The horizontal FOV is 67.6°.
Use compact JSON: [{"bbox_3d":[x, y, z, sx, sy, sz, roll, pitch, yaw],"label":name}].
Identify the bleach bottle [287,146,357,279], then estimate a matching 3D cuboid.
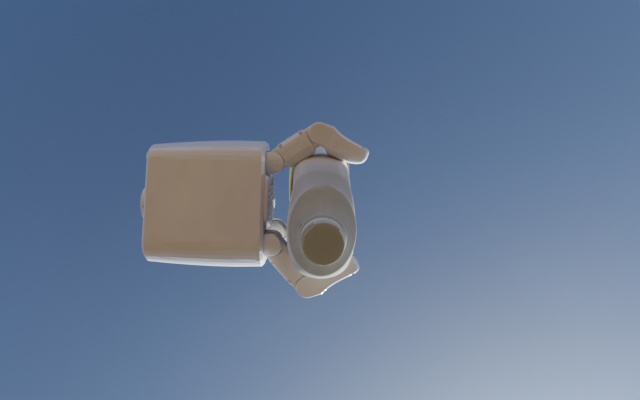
[{"bbox_3d":[0.000,0.002,0.434,0.068,0.102,0.251,1,9,-1],"label":"bleach bottle"}]
